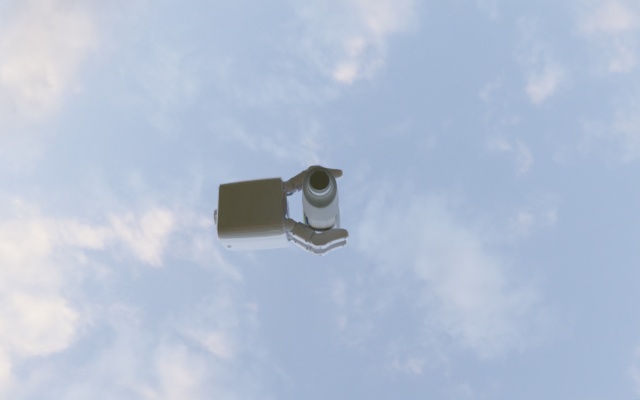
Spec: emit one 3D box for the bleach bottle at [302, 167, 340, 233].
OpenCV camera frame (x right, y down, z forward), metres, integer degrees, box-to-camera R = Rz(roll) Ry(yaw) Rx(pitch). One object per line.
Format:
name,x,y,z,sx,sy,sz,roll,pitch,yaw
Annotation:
bleach bottle,0.000,0.003,0.764,0.068,0.102,0.251,-4,-18,0
